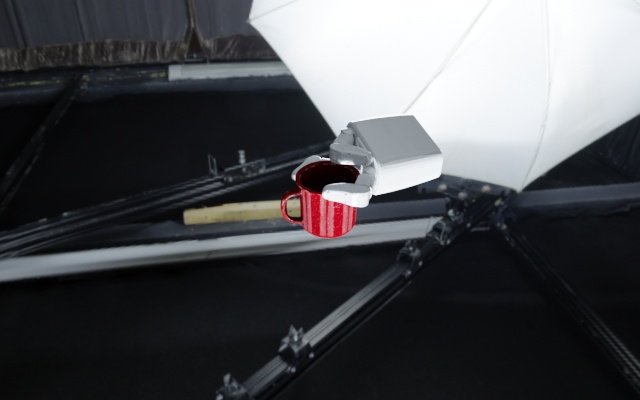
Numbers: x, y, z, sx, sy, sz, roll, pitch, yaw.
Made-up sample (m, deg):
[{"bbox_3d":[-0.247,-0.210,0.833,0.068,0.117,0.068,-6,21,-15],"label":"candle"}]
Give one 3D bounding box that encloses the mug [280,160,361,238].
[{"bbox_3d":[-0.001,0.003,0.683,0.117,0.082,0.093,-13,36,-17],"label":"mug"}]
